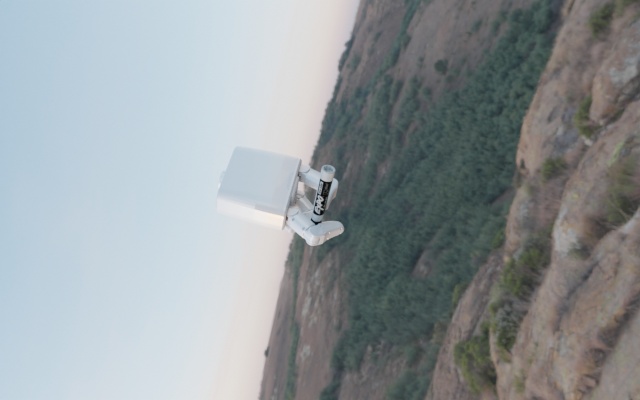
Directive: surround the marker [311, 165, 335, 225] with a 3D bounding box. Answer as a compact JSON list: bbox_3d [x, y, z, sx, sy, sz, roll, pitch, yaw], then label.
[{"bbox_3d":[0.000,0.002,0.679,0.020,0.121,0.020,8,41,-7],"label":"marker"}]
